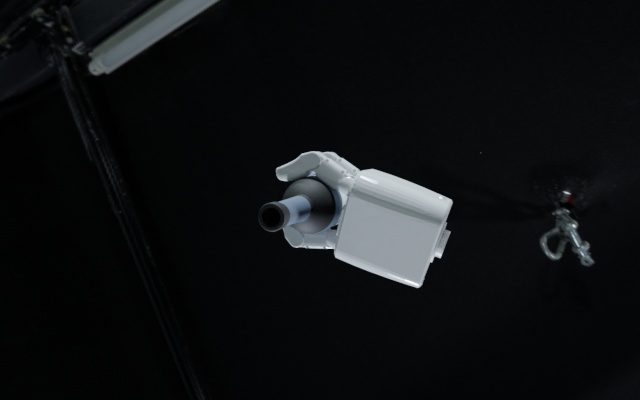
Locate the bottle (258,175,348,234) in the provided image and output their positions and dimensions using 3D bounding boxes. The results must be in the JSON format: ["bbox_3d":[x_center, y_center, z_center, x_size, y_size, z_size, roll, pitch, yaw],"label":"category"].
[{"bbox_3d":[0.000,0.002,0.585,0.069,0.069,0.295,0,5,18],"label":"bottle"}]
